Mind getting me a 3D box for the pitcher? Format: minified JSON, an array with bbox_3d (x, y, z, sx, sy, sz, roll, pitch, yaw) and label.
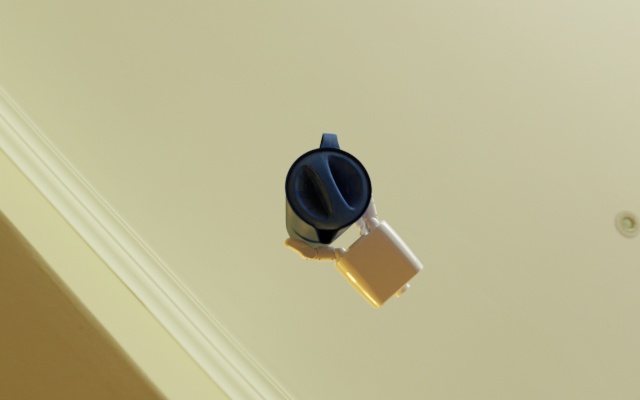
[{"bbox_3d":[0.000,0.003,0.832,0.149,0.145,0.243,-42,-7,-16],"label":"pitcher"}]
